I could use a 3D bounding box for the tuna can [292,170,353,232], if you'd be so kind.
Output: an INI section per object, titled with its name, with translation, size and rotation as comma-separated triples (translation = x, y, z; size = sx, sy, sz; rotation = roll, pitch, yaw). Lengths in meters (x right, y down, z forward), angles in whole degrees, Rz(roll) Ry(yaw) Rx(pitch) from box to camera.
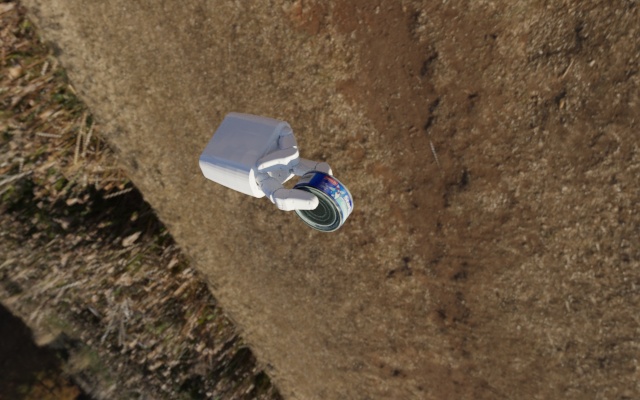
[tuna can]
translation = 0.000, 0.003, 0.664
size = 0.086, 0.086, 0.033
rotation = 0, 39, 39
